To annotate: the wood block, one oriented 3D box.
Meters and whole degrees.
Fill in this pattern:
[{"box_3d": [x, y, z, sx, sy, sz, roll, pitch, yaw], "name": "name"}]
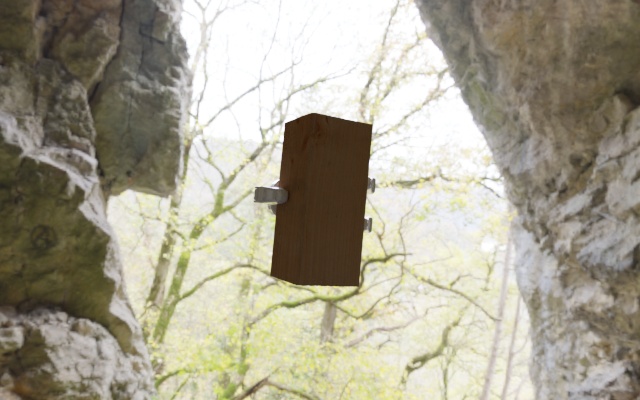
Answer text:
[{"box_3d": [0.000, 0.002, 0.618, 0.091, 0.206, 0.090, 6, -3, -28], "name": "wood block"}]
